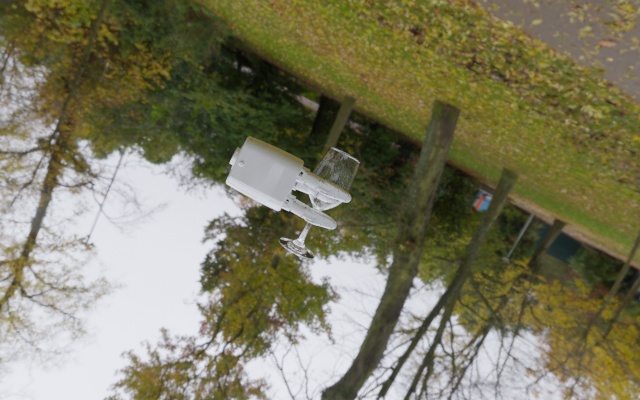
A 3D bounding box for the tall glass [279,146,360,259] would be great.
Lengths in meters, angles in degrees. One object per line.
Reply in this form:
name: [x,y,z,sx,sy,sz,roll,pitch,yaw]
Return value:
tall glass: [0.000,0.004,0.879,0.079,0.201,0.079,27,8,-4]
